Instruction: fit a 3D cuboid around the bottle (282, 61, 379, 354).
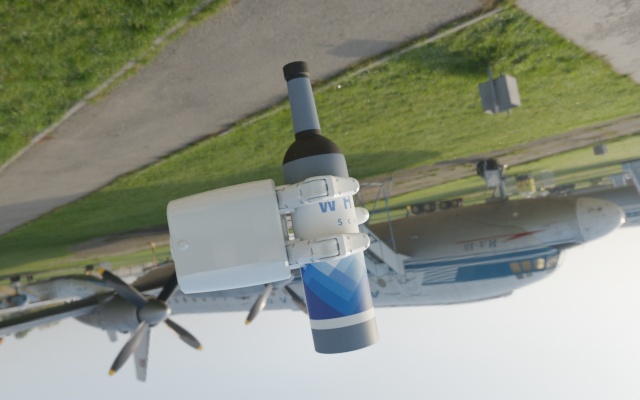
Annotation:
[{"bbox_3d":[0.000,0.002,0.494,0.069,0.295,0.069,-10,-4,-1],"label":"bottle"}]
